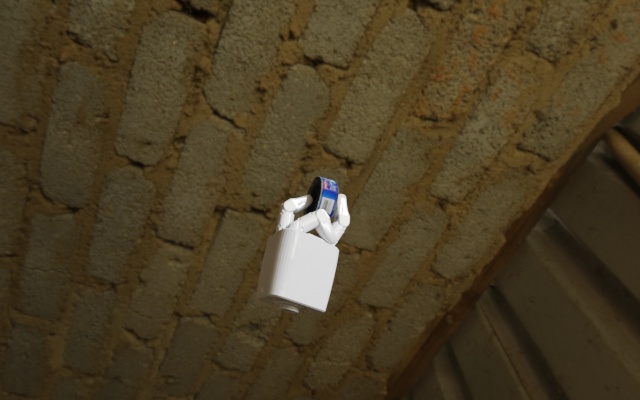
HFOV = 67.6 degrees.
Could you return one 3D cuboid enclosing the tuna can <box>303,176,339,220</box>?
[{"bbox_3d":[0.001,0.003,0.836,0.034,0.086,0.086,16,-5,-16],"label":"tuna can"}]
